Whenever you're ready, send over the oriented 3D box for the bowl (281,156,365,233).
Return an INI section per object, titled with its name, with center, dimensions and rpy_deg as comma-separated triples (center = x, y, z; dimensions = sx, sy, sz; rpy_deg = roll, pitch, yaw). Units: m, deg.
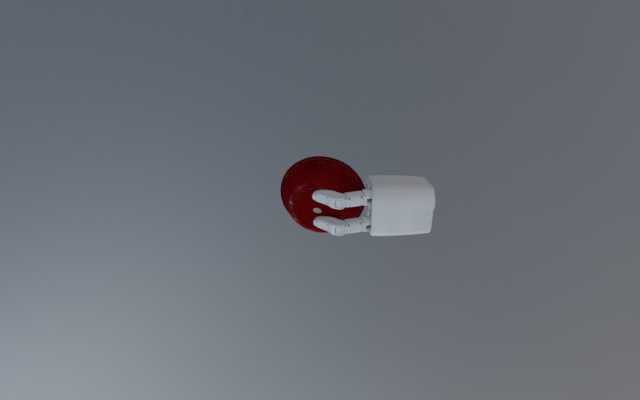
[bowl]
center = -0.001, 0.003, 0.869
dimensions = 0.162, 0.162, 0.055
rpy_deg = 0, 31, 11
